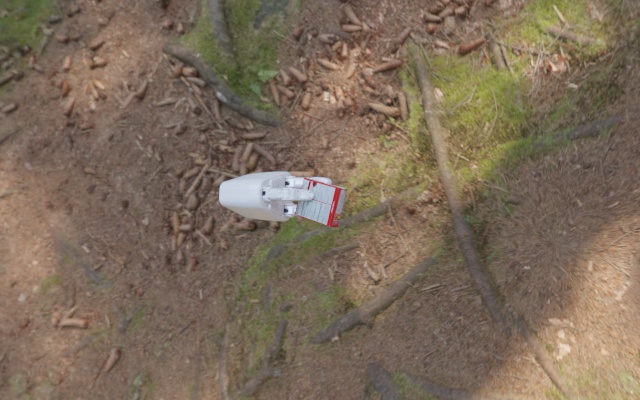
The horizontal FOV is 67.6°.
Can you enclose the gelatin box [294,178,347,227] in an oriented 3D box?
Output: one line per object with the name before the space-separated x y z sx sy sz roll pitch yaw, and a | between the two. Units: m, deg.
gelatin box | 0.000 0.003 0.880 0.089 0.073 0.030 17 6 37
